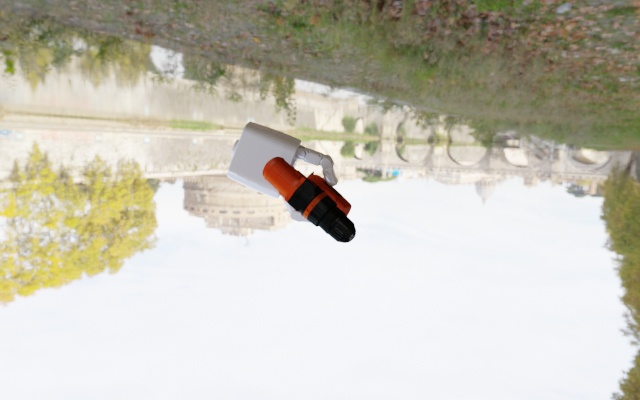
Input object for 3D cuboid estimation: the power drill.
[{"bbox_3d":[0.000,0.003,0.820,0.184,0.057,0.187,43,6,12],"label":"power drill"}]
